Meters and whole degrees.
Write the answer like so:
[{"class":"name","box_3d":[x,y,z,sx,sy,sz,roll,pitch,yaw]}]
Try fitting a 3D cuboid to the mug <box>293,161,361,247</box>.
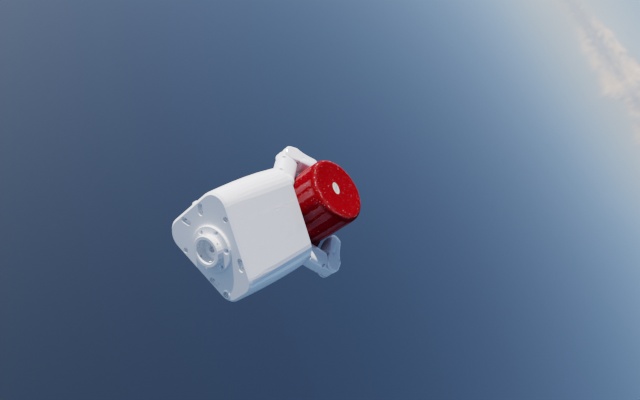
[{"class":"mug","box_3d":[0.001,0.002,0.588,0.081,0.093,0.117,-34,-5,35]}]
